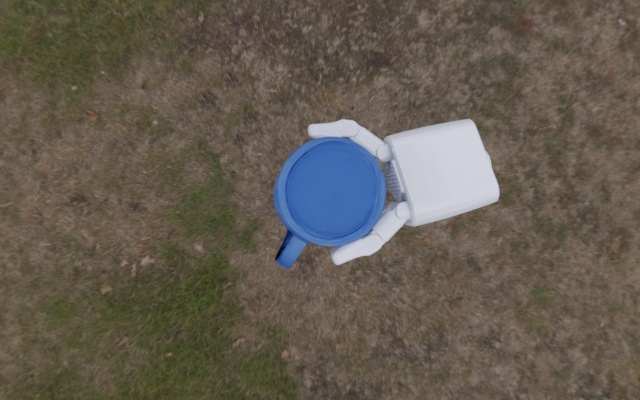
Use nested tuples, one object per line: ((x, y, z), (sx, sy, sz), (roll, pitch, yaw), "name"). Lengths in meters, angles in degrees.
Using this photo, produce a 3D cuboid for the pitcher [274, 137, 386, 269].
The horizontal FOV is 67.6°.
((0.000, 0.002, 0.575), (0.145, 0.149, 0.243), (-13, 0, -3), "pitcher")
